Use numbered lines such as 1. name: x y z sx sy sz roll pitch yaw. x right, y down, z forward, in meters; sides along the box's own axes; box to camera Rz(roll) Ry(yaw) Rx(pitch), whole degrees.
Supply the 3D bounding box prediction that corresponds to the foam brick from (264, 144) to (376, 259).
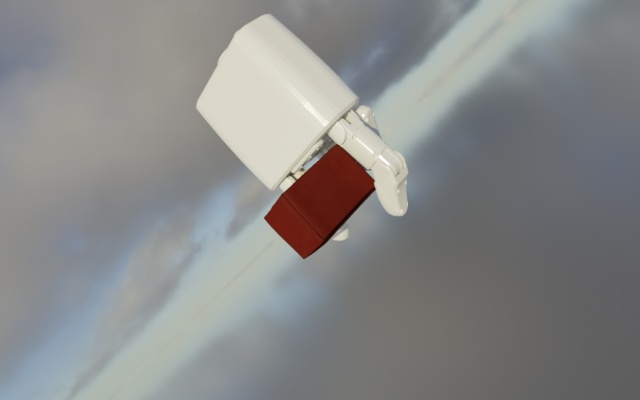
1. foam brick: 0.000 0.002 0.403 0.078 0.051 0.053 -45 0 -33
